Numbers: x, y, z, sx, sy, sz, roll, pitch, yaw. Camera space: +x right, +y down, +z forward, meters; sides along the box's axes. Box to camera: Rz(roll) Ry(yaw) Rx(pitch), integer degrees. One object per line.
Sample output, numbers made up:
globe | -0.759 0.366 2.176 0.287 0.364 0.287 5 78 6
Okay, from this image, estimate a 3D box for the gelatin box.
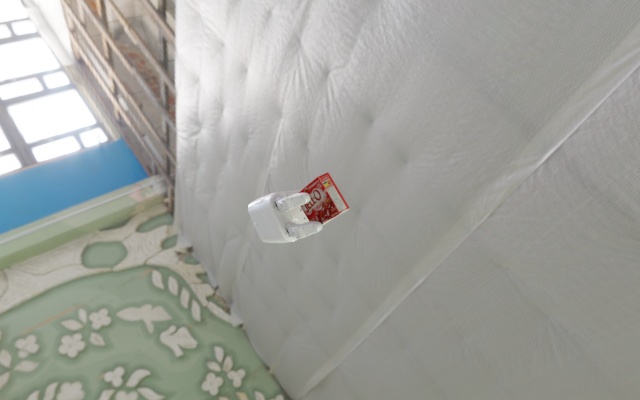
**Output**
gelatin box | 0.001 0.002 0.832 0.030 0.073 0.089 -27 -5 -38
